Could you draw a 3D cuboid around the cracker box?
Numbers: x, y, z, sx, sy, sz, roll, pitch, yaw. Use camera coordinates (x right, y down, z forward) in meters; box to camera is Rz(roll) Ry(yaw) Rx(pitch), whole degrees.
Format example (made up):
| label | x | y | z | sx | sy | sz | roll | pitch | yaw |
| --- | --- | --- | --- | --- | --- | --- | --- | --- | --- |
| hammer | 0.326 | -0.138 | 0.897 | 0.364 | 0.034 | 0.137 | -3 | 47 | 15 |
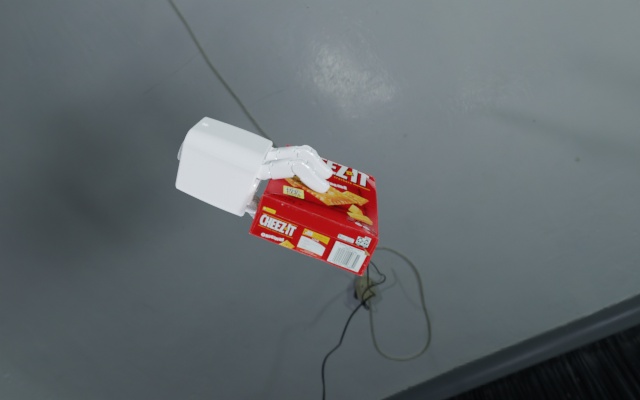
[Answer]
| label | x | y | z | sx | sy | sz | roll | pitch | yaw |
| --- | --- | --- | --- | --- | --- | --- | --- | --- | --- |
| cracker box | 0.000 | 0.003 | 0.711 | 0.164 | 0.072 | 0.213 | 21 | 25 | -4 |
